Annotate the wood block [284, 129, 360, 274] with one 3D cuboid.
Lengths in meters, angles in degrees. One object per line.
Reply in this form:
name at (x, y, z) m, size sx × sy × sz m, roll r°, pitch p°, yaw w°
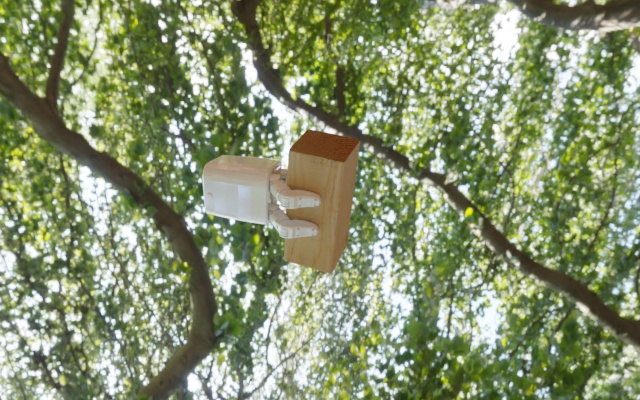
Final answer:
wood block at (0.000, 0.002, 0.774) m, size 0.090 × 0.206 × 0.090 m, roll 14°, pitch 33°, yaw 13°
